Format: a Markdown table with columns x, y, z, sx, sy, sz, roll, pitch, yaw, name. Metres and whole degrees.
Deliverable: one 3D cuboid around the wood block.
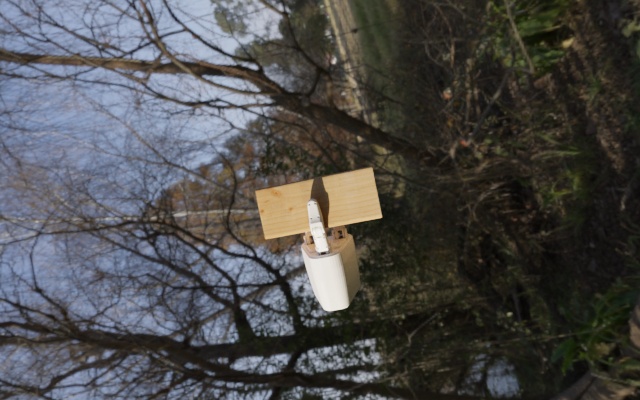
| x | y | z | sx | sy | sz | roll | pitch | yaw | name |
| --- | --- | --- | --- | --- | --- | --- | --- | --- | --- |
| 0.000 | 0.003 | 0.855 | 0.206 | 0.090 | 0.091 | -11 | 1 | 6 | wood block |
